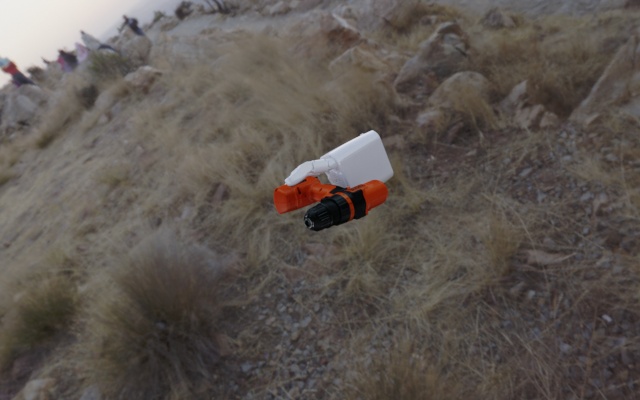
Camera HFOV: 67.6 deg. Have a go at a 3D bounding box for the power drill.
[{"bbox_3d":[0.000,0.003,0.860,0.184,0.057,0.187,-20,20,-39],"label":"power drill"}]
